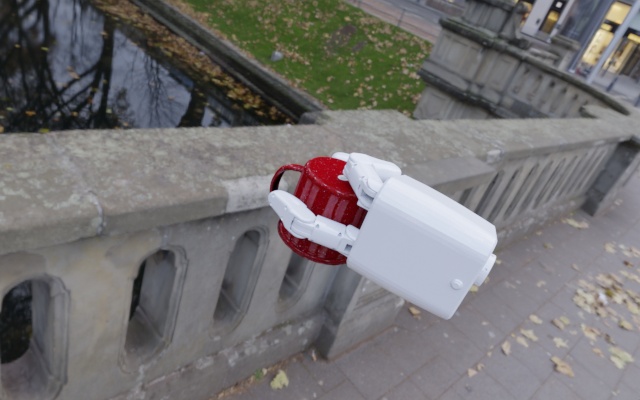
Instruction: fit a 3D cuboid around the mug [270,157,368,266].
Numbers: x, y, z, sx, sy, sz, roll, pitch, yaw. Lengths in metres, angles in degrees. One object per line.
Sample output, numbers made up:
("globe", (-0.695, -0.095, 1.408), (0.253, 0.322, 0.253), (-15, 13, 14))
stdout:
("mug", (-0.001, 0.001, 0.504), (0.117, 0.081, 0.093), (29, 29, 14))
